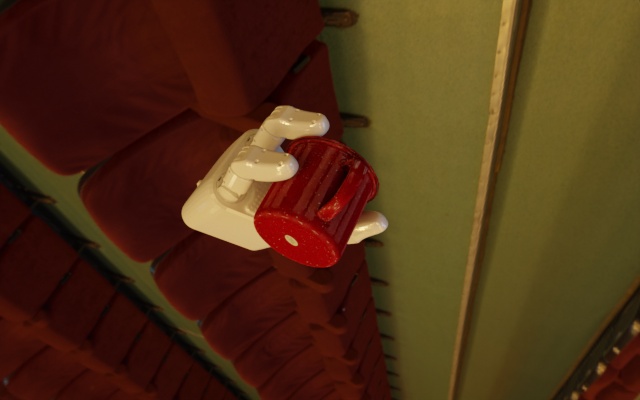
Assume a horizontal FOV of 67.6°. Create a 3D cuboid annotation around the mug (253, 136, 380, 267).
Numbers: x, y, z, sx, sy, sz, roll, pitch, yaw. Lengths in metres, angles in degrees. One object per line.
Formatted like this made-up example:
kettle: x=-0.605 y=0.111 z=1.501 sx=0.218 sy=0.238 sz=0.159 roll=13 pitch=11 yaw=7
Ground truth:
mug: x=0.001 y=0.001 z=0.408 sx=0.093 sy=0.081 sz=0.117 roll=37 pitch=-31 yaw=-16
